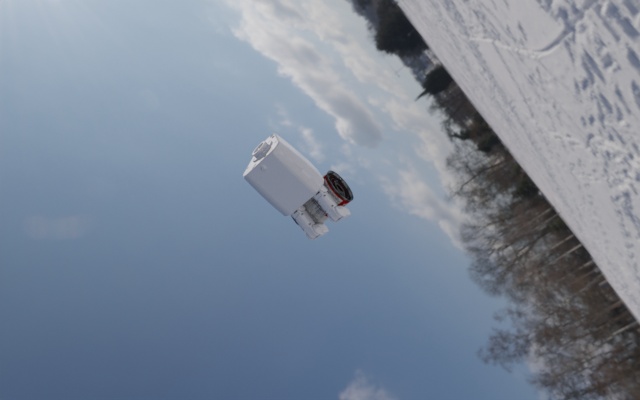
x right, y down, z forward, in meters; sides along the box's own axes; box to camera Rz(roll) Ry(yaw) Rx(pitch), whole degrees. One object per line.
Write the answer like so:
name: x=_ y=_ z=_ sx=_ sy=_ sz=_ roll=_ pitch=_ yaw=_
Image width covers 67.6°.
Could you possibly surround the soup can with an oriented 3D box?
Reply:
soup can: x=0.000 y=0.003 z=0.872 sx=0.102 sy=0.068 sz=0.068 roll=-40 pitch=-17 yaw=22
